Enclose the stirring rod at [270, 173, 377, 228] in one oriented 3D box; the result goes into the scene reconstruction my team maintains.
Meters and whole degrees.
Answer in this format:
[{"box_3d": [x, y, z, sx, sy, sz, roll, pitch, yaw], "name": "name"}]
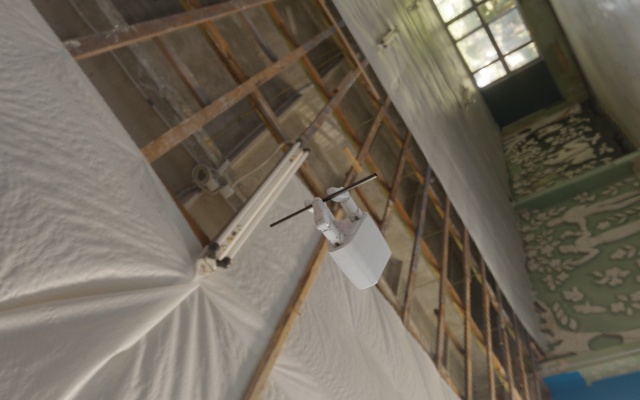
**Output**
[{"box_3d": [0.000, 0.003, 0.888, 0.239, 0.011, 0.011, -26, -12, 26], "name": "stirring rod"}]
